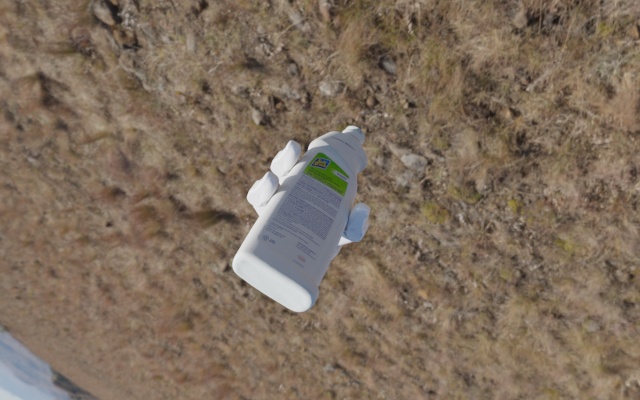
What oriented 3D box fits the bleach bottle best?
[{"bbox_3d":[0.000,0.002,0.578,0.102,0.250,0.068,33,-35,-2],"label":"bleach bottle"}]
